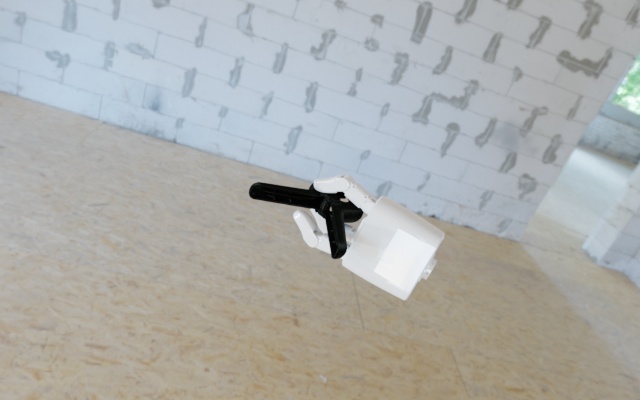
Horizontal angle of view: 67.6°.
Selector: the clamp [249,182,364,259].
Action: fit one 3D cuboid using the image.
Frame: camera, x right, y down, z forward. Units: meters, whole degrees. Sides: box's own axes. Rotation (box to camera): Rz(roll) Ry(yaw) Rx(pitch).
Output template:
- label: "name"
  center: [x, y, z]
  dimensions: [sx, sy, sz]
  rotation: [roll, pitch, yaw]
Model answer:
- label: "clamp"
  center: [0.001, 0.002, 0.723]
  dimensions: [0.164, 0.036, 0.210]
  rotation: [33, 27, 12]
